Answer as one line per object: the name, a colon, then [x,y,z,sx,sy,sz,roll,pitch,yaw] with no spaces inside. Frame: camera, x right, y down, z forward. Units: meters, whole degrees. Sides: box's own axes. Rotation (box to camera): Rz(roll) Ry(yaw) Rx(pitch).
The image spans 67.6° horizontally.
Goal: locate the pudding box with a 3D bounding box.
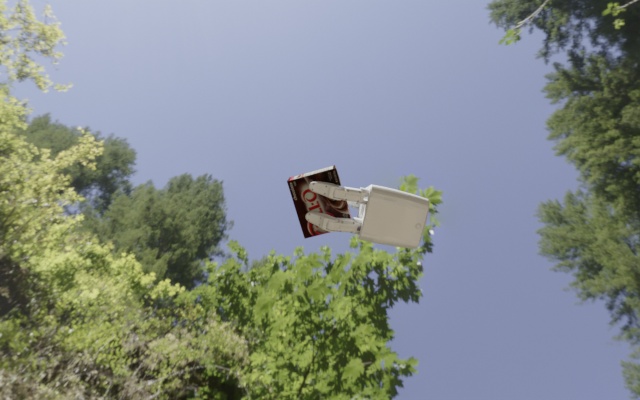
pudding box: [0.000,0.003,0.845,0.090,0.113,0.039,-15,12,7]
